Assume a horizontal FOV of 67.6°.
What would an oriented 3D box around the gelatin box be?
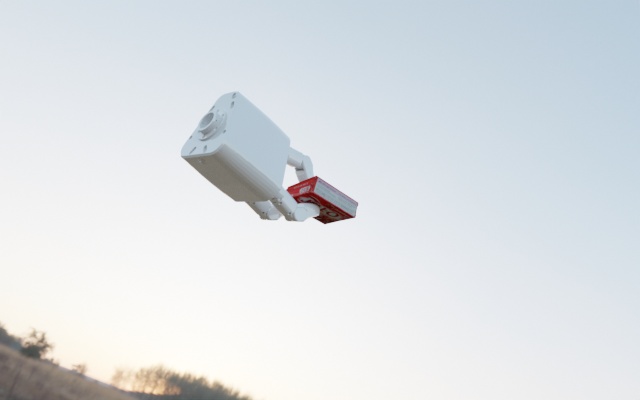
[{"bbox_3d":[0.000,0.002,0.717,0.089,0.030,0.073,31,-28,-30],"label":"gelatin box"}]
